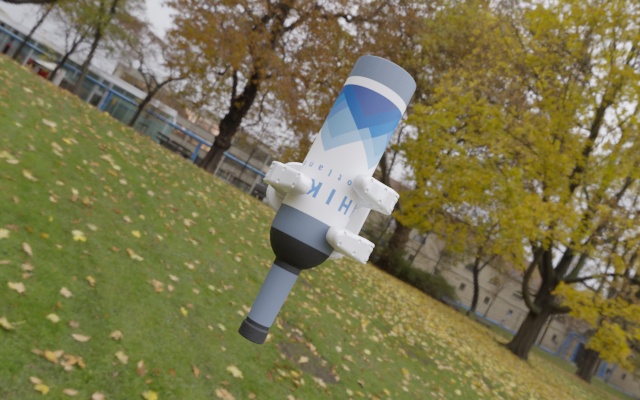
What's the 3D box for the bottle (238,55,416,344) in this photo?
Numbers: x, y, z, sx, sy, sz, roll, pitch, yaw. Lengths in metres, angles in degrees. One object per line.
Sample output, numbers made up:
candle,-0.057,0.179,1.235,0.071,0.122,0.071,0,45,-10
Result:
bottle,0.000,0.001,0.472,0.069,0.295,0.069,27,-6,3
